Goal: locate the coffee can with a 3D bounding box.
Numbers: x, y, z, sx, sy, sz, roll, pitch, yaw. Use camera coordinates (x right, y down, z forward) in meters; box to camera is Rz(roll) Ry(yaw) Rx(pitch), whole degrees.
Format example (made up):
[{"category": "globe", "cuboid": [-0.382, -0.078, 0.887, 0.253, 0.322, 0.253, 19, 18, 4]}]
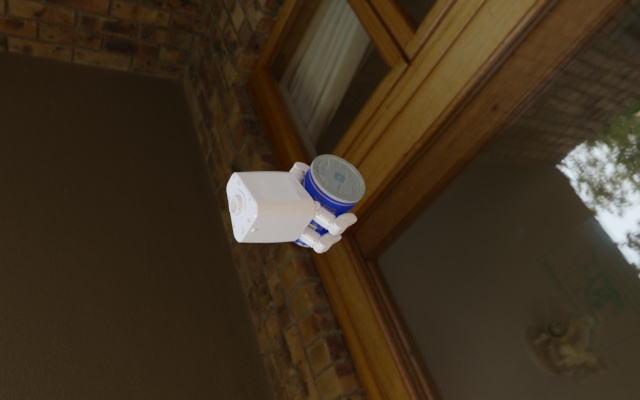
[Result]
[{"category": "coffee can", "cuboid": [0.000, 0.003, 0.845, 0.103, 0.102, 0.140, 0, -38, -35]}]
